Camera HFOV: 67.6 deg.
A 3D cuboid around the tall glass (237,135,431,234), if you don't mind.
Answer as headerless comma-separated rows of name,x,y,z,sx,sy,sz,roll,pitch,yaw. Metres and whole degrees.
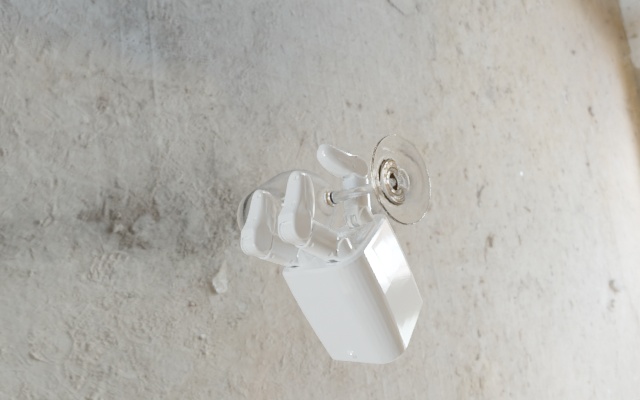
tall glass,0.001,0.001,0.454,0.079,0.079,0.201,0,-10,-43
